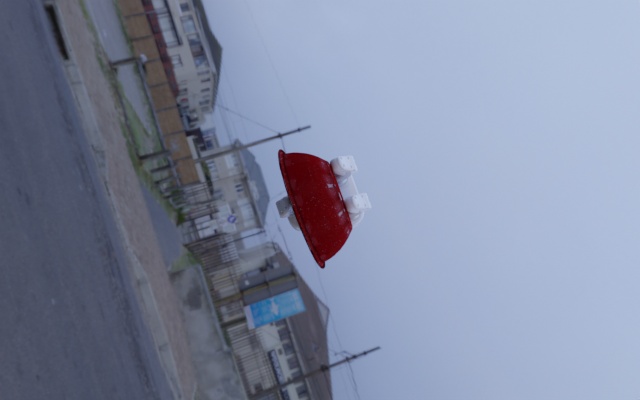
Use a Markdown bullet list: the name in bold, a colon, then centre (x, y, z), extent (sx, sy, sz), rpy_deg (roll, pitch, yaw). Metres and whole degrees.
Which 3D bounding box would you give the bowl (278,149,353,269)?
- **bowl**: centre (0.000, 0.002, 0.607), extent (0.055, 0.162, 0.162), rpy_deg (-20, -2, 5)
